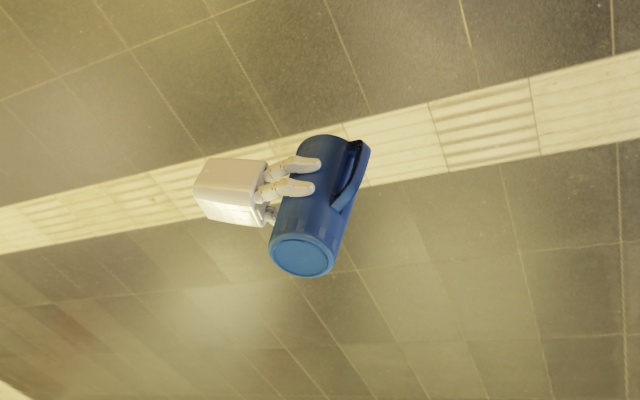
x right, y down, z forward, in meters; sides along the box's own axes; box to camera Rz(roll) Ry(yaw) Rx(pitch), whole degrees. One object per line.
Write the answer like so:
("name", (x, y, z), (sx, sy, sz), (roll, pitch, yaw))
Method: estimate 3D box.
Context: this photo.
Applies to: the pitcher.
("pitcher", (0.000, 0.003, 0.812), (0.145, 0.149, 0.242), (8, 45, 9))
